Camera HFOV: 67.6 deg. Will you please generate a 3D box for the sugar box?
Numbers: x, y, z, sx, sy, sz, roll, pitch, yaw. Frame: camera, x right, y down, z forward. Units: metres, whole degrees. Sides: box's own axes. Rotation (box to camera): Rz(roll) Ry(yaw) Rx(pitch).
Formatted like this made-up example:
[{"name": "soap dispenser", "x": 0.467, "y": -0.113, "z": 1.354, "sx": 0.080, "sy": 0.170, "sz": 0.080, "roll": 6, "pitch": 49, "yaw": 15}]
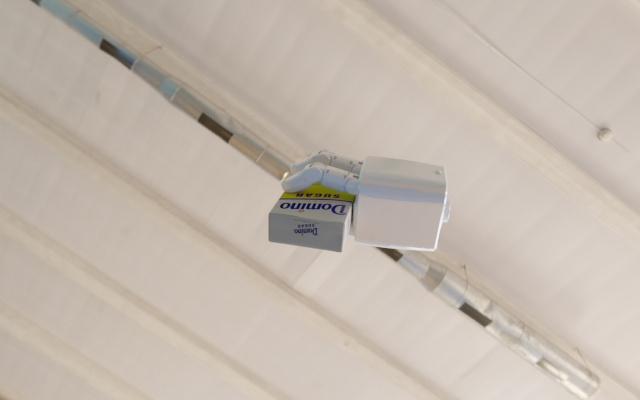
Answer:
[{"name": "sugar box", "x": 0.000, "y": 0.002, "z": 0.631, "sx": 0.093, "sy": 0.048, "sz": 0.176, "roll": 8, "pitch": 23, "yaw": 9}]
